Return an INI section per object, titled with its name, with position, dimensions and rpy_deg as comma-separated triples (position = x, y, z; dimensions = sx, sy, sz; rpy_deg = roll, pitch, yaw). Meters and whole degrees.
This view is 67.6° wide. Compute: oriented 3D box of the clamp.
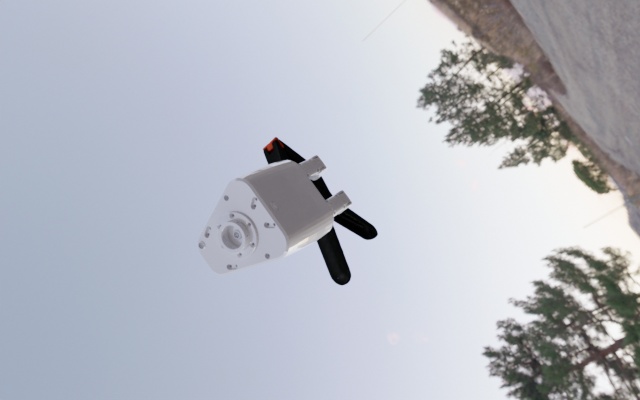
[clamp]
position = -0.001, 0.002, 0.657
dimensions = 0.036, 0.210, 0.164
rpy_deg = -38, -5, 25
